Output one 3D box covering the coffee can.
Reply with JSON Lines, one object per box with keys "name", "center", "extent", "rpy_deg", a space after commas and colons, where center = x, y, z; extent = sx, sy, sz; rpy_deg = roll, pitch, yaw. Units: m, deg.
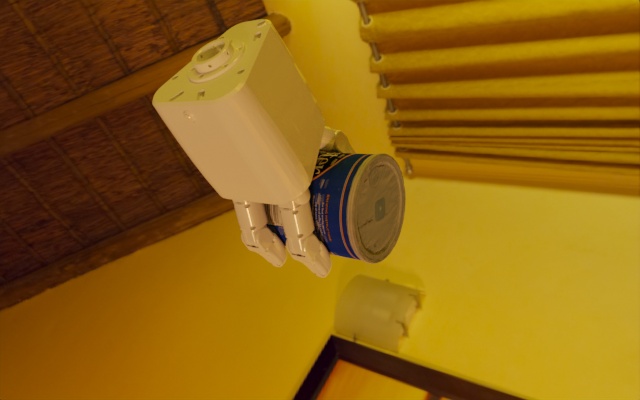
{"name": "coffee can", "center": [0.000, 0.002, 0.482], "extent": [0.140, 0.103, 0.103], "rpy_deg": [6, 4, 35]}
